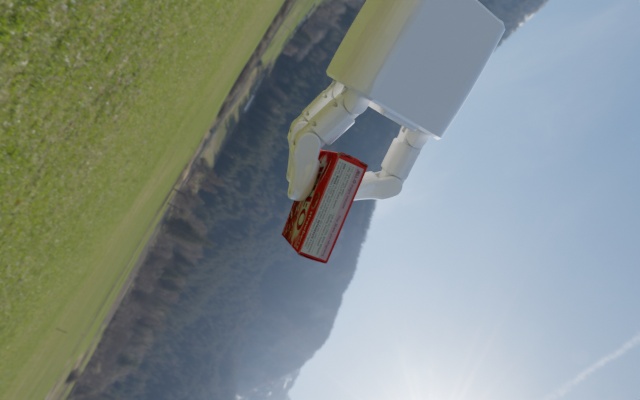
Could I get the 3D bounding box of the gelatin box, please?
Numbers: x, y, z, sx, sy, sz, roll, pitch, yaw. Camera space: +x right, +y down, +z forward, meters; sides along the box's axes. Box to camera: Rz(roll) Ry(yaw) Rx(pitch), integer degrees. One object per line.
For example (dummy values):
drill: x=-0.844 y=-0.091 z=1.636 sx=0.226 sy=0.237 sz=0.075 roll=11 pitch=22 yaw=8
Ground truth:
gelatin box: x=0.000 y=0.002 z=0.411 sx=0.030 sy=0.089 sz=0.073 roll=21 pitch=2 yaw=-17
